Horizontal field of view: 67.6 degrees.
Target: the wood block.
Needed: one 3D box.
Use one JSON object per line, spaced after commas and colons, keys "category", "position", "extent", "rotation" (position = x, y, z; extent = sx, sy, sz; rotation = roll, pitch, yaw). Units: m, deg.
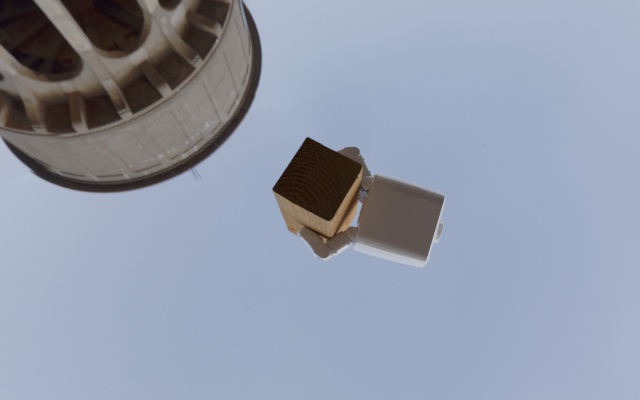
{"category": "wood block", "position": [0.000, 0.003, 0.713], "extent": [0.090, 0.091, 0.206], "rotation": [29, -15, 11]}
